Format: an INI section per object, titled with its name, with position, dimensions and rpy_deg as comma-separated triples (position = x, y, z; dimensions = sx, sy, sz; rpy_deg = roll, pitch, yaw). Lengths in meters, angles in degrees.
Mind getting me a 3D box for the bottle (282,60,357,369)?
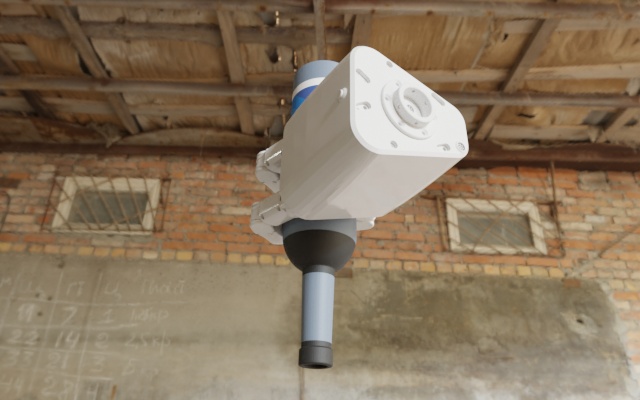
[bottle]
position = 0.000, 0.001, 0.445
dimensions = 0.069, 0.295, 0.069
rpy_deg = 1, -29, 1
